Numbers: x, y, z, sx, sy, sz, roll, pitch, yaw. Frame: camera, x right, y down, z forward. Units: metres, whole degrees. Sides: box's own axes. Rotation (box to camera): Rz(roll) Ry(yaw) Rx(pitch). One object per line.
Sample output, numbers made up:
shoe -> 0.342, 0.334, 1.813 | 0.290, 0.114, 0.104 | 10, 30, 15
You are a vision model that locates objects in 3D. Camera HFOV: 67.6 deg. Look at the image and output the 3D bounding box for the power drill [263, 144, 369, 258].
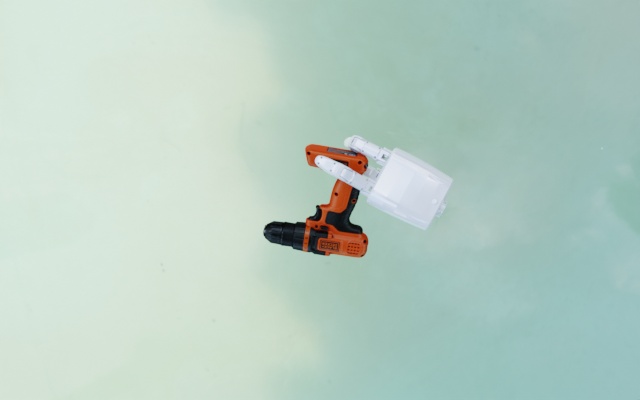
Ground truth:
power drill -> 0.000, 0.002, 0.812 | 0.184, 0.188, 0.057 | 8, 20, 0
